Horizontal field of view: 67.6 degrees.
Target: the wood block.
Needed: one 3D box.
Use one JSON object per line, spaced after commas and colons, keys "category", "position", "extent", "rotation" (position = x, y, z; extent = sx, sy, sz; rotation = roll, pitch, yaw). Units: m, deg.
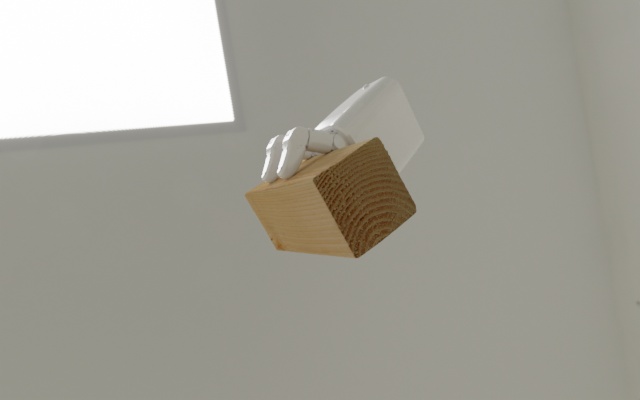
{"category": "wood block", "position": [0.000, 0.002, 0.552], "extent": [0.090, 0.091, 0.206], "rotation": [-35, 12, -24]}
